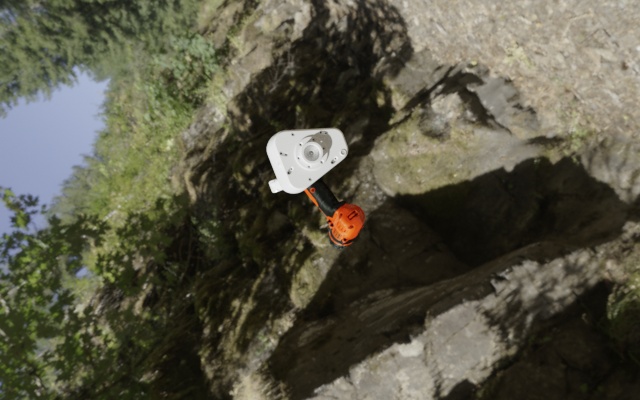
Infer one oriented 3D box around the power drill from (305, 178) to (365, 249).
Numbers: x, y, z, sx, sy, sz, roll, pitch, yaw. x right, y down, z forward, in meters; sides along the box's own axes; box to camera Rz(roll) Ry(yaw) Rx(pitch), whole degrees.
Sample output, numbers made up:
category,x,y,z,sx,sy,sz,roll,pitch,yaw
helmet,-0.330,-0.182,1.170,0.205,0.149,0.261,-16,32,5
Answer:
category,x,y,z,sx,sy,sz,roll,pitch,yaw
power drill,0.000,0.002,0.878,0.057,0.187,0.184,-40,-10,-18
